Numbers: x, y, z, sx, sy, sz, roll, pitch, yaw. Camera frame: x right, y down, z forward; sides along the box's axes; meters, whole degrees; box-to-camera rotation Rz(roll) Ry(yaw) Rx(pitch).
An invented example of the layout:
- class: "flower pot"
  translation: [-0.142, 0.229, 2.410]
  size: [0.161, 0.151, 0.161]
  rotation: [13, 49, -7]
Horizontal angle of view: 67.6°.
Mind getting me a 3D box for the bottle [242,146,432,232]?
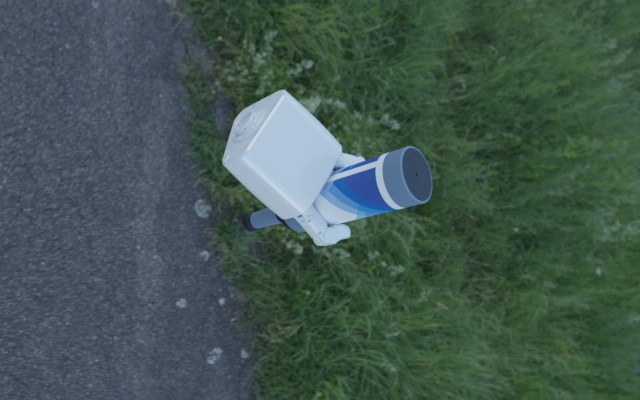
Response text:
- class: "bottle"
  translation: [0.000, 0.002, 0.629]
  size: [0.296, 0.069, 0.069]
  rotation: [-16, -11, 40]
